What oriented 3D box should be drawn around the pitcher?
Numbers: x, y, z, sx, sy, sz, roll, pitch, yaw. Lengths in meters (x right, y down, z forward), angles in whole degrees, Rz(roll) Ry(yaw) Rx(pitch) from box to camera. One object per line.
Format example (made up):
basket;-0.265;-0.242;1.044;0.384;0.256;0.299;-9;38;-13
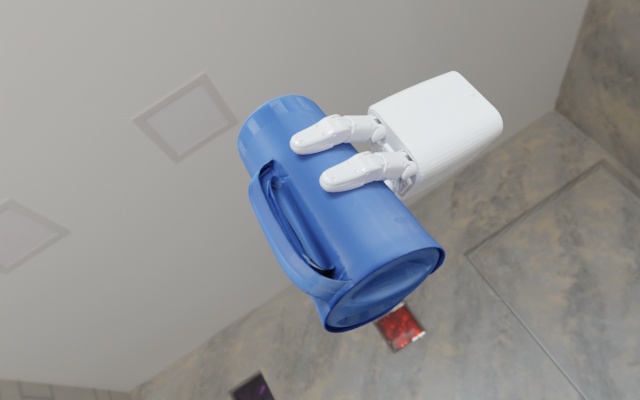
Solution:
pitcher;0.000;0.002;0.492;0.145;0.242;0.149;-27;-30;-12
